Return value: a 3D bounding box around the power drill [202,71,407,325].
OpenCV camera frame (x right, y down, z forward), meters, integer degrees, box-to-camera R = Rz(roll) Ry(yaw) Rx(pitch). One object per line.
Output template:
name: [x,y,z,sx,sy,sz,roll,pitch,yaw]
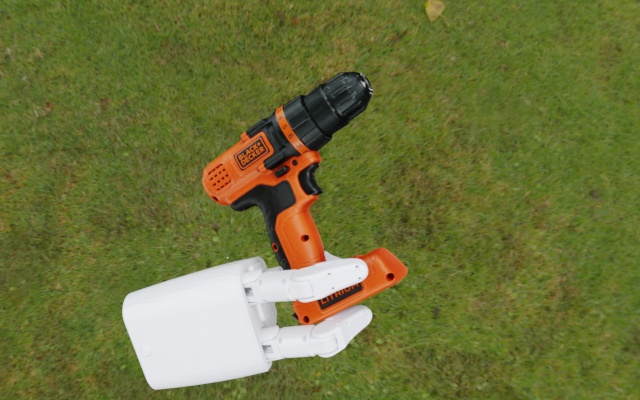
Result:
power drill: [0.000,0.002,0.431,0.184,0.187,0.057,-32,-11,20]
